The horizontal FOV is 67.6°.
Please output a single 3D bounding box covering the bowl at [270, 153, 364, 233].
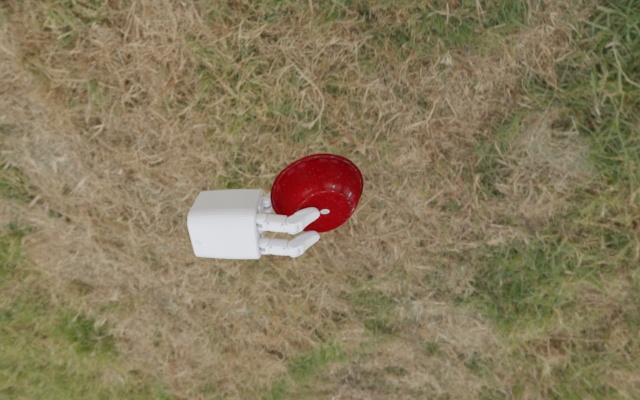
[{"bbox_3d":[0.001,0.002,0.789,0.162,0.162,0.055,0,41,-16],"label":"bowl"}]
